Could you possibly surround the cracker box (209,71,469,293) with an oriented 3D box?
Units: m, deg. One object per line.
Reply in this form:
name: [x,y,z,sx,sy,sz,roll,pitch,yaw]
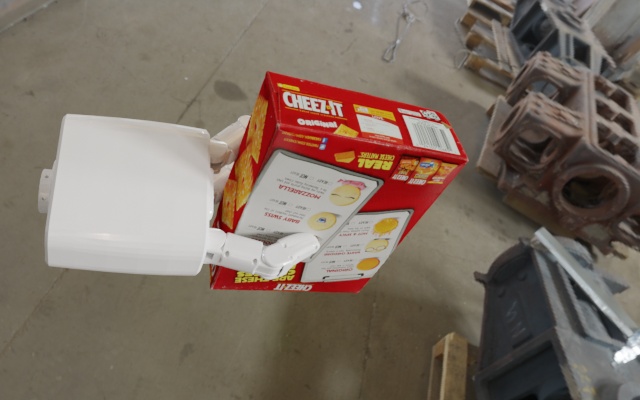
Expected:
cracker box: [0.000,0.001,0.435,0.164,0.072,0.214,7,-42,-23]
